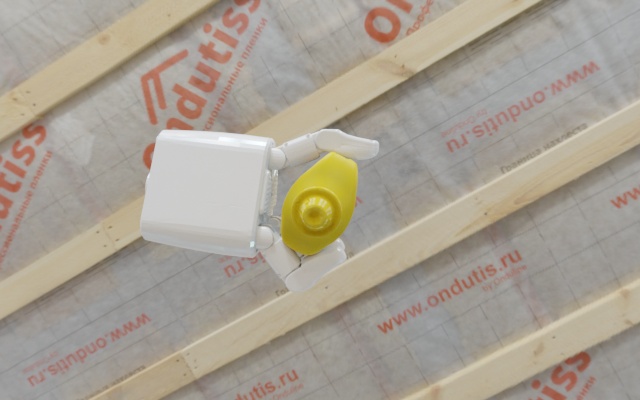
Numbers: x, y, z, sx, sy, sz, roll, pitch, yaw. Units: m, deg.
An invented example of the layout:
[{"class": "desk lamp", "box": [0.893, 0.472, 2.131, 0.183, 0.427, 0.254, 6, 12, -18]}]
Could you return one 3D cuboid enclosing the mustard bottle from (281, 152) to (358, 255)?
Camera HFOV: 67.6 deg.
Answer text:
[{"class": "mustard bottle", "box": [0.000, 0.002, 0.452, 0.058, 0.096, 0.191, 31, 7, 0]}]
